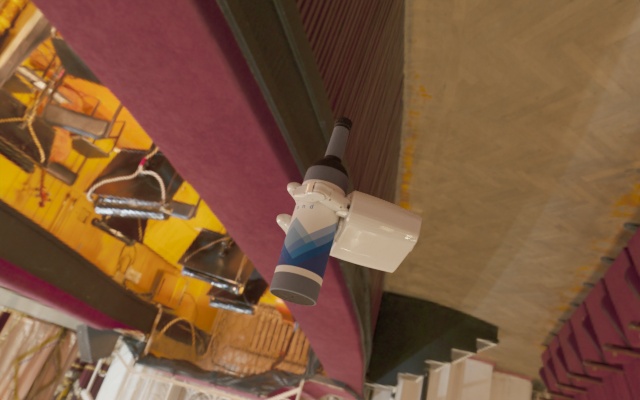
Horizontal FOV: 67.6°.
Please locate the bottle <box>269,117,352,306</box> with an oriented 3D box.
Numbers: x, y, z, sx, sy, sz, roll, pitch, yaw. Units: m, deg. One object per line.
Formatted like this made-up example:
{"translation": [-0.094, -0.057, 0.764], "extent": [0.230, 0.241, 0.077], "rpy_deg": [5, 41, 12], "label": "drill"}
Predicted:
{"translation": [0.000, 0.002, 0.702], "extent": [0.069, 0.295, 0.069], "rpy_deg": [13, -25, 6], "label": "bottle"}
